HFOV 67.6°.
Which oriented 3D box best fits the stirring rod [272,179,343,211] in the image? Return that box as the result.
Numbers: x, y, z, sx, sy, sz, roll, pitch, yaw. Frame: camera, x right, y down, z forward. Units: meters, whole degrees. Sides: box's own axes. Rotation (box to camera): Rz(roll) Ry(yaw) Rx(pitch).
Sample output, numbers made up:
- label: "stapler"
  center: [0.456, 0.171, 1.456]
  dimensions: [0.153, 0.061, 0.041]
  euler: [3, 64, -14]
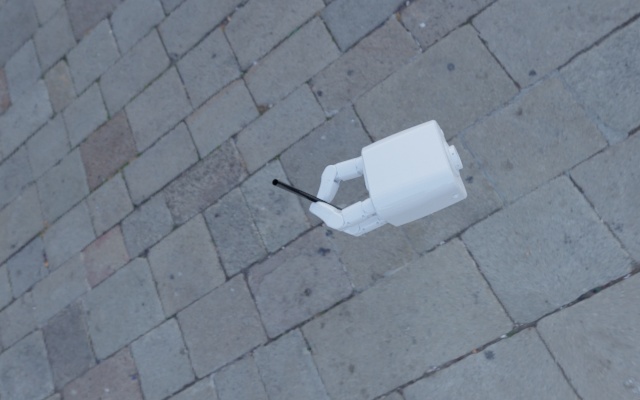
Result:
- label: "stirring rod"
  center: [0.000, 0.002, 0.664]
  dimensions: [0.011, 0.011, 0.239]
  euler: [0, -11, 27]
